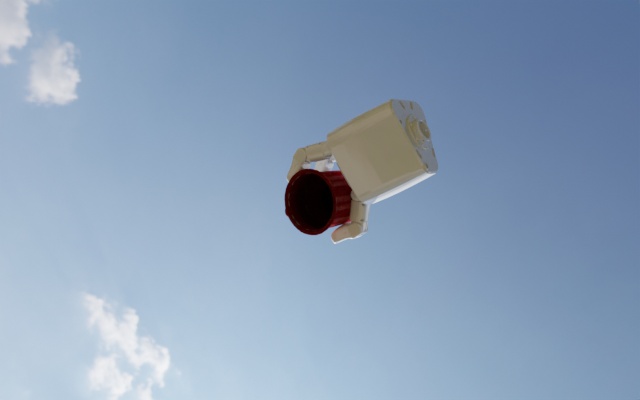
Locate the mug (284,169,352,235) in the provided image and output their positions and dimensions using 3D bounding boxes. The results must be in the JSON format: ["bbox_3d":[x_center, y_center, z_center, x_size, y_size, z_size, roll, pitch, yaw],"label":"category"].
[{"bbox_3d":[-0.001,0.003,0.698,0.117,0.093,0.081,-23,-9,37],"label":"mug"}]
